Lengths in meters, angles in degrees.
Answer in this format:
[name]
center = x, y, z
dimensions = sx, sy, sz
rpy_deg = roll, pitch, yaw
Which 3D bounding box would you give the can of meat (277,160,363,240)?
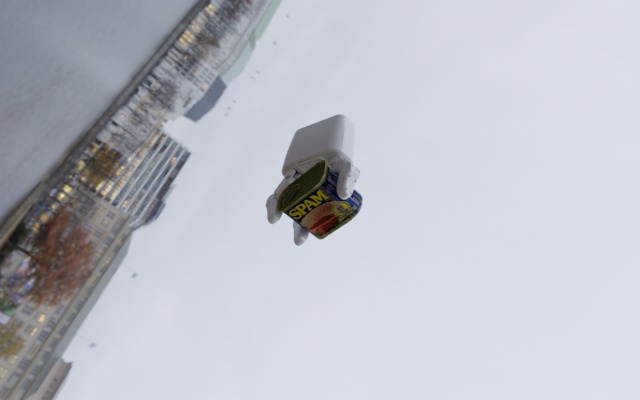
[can of meat]
center = 0.000, 0.003, 0.712
dimensions = 0.084, 0.057, 0.102
rpy_deg = 39, -56, -25
